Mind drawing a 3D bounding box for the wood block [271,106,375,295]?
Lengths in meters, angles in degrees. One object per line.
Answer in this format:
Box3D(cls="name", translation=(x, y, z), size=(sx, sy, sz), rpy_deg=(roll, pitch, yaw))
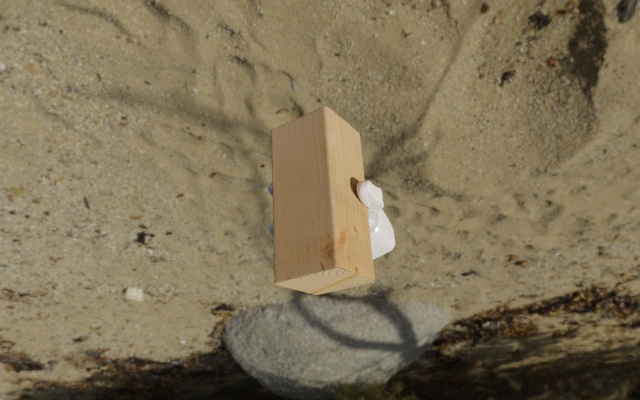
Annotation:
Box3D(cls="wood block", translation=(0.001, 0.002, 0.597), size=(0.091, 0.206, 0.090), rpy_deg=(-18, -27, 29))
